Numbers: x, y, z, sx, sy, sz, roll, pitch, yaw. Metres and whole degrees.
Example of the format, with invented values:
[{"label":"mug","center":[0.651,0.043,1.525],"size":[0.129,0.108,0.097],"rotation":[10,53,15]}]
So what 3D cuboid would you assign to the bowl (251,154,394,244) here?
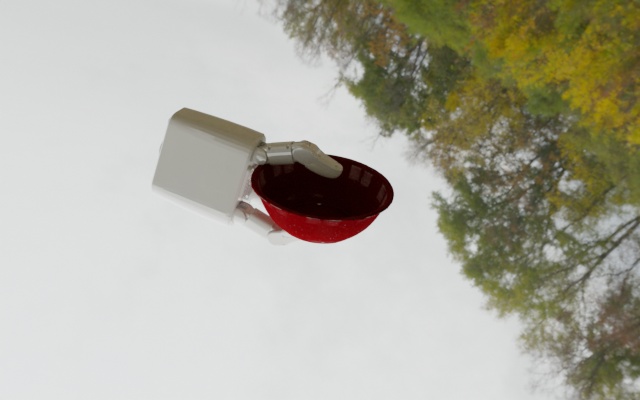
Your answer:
[{"label":"bowl","center":[0.001,0.003,0.547],"size":[0.162,0.055,0.162],"rotation":[5,29,-3]}]
